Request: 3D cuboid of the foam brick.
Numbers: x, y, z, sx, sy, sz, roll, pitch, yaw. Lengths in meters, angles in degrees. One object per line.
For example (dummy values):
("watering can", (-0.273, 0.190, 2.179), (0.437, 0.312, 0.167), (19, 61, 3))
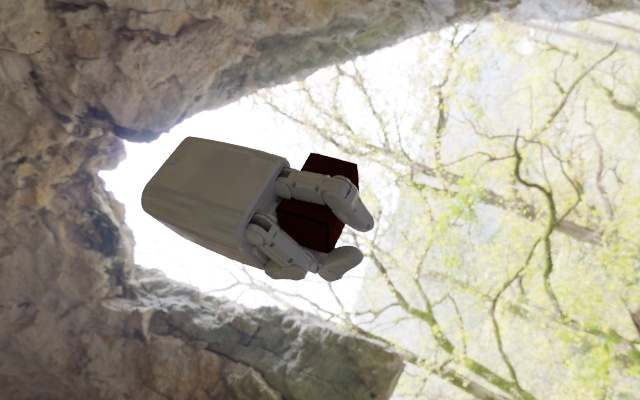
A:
("foam brick", (0.000, 0.001, 0.457), (0.051, 0.078, 0.053), (16, -35, 18))
